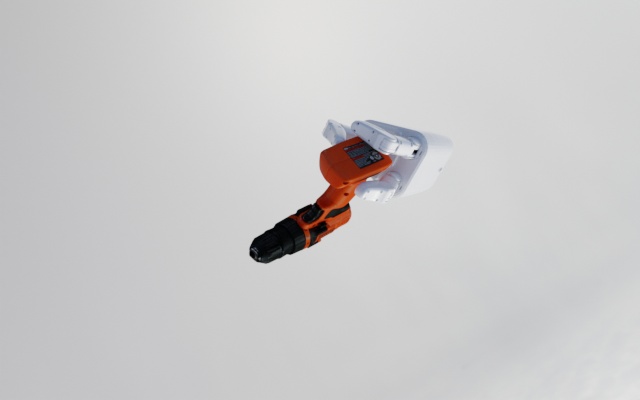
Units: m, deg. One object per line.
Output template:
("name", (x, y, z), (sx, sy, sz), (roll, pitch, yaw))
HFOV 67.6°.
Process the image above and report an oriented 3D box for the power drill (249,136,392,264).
("power drill", (0.001, 0.002, 0.639), (0.184, 0.057, 0.188), (-27, -18, -41))
